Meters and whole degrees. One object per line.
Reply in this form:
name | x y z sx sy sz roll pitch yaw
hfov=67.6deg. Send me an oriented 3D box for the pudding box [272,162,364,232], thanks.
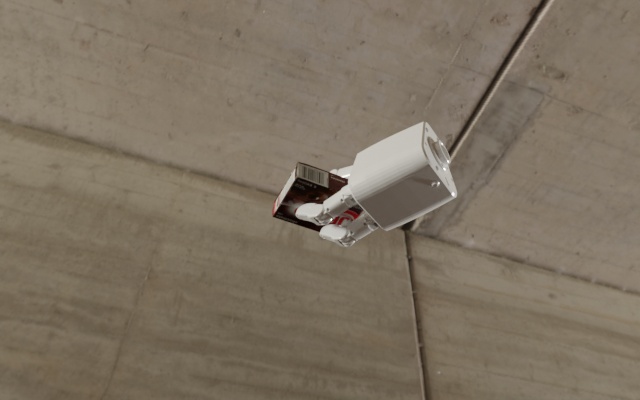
pudding box | 0.000 0.002 0.678 0.113 0.039 0.090 21 -47 -15
